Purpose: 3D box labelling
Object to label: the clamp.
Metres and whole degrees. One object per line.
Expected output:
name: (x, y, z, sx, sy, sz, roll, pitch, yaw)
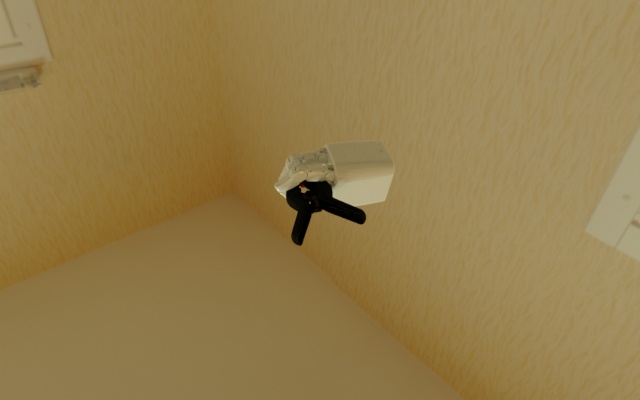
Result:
clamp: (0.000, 0.003, 0.783, 0.120, 0.039, 0.171, -8, 40, -9)
